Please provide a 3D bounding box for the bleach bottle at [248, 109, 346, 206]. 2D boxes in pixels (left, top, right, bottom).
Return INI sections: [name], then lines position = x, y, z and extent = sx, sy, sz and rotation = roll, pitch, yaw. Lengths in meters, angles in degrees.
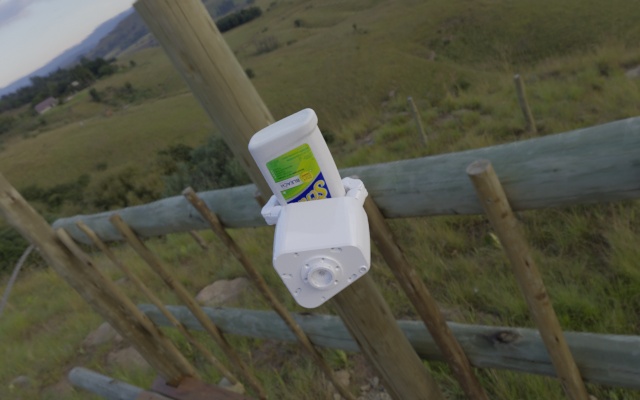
[bleach bottle]
position = 0.000, 0.002, 0.684
extent = 0.102, 0.251, 0.068
rotation = -23, 26, 14
